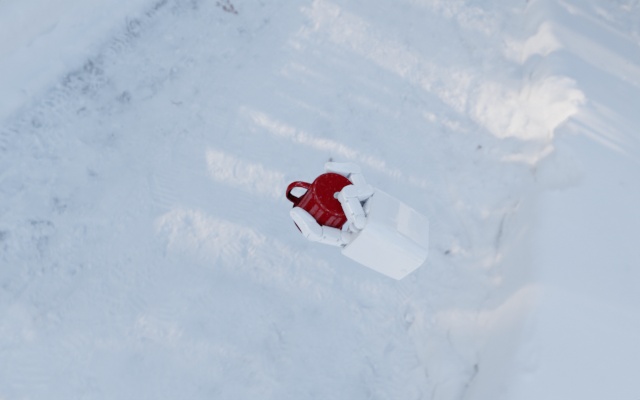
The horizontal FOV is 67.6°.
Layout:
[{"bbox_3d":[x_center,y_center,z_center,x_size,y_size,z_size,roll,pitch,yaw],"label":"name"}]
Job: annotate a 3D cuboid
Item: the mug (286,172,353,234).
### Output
[{"bbox_3d":[-0.001,0.002,0.769,0.117,0.093,0.081,28,-37,-8],"label":"mug"}]
